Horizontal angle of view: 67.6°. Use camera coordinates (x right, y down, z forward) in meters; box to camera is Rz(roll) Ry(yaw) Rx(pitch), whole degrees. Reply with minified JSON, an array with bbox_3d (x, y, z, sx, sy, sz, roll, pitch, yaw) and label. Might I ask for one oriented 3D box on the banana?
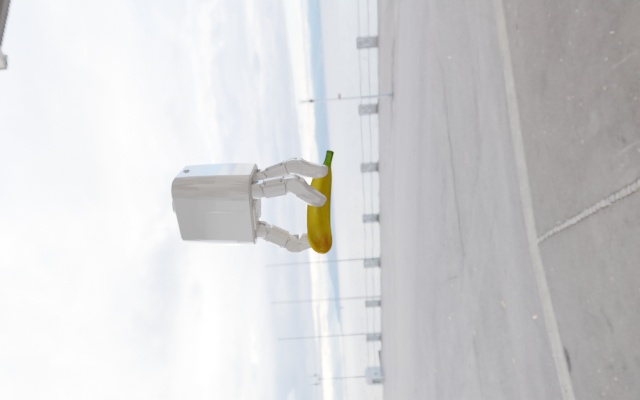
[{"bbox_3d":[-0.001,0.013,0.686,0.037,0.197,0.070,4,-45,-2],"label":"banana"}]
